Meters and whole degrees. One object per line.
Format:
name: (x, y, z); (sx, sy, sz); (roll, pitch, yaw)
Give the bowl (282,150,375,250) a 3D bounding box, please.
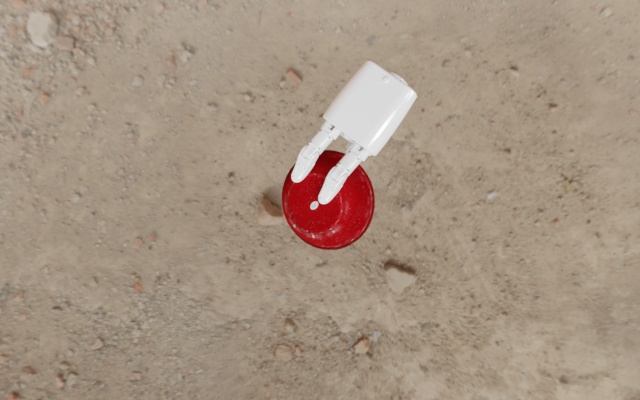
bowl: (0.000, 0.004, 0.743); (0.162, 0.162, 0.055); (0, 6, 23)
